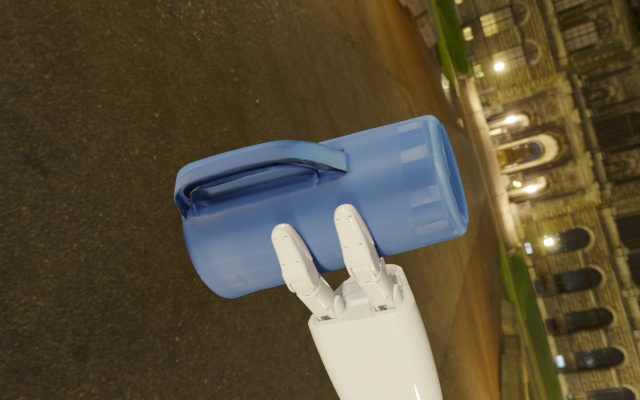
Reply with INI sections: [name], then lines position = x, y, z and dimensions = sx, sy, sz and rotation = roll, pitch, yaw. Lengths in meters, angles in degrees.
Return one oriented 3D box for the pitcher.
[pitcher]
position = 0.000, 0.002, 0.439
dimensions = 0.243, 0.145, 0.149
rotation = -15, 11, 21
